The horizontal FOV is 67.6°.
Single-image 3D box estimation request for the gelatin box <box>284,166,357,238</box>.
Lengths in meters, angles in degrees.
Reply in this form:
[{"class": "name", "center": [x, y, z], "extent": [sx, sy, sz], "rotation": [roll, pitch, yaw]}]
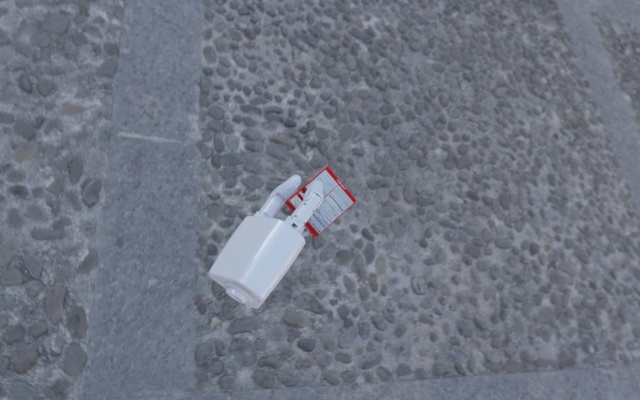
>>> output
[{"class": "gelatin box", "center": [0.000, 0.002, 0.746], "extent": [0.089, 0.073, 0.030], "rotation": [-41, 2, -17]}]
